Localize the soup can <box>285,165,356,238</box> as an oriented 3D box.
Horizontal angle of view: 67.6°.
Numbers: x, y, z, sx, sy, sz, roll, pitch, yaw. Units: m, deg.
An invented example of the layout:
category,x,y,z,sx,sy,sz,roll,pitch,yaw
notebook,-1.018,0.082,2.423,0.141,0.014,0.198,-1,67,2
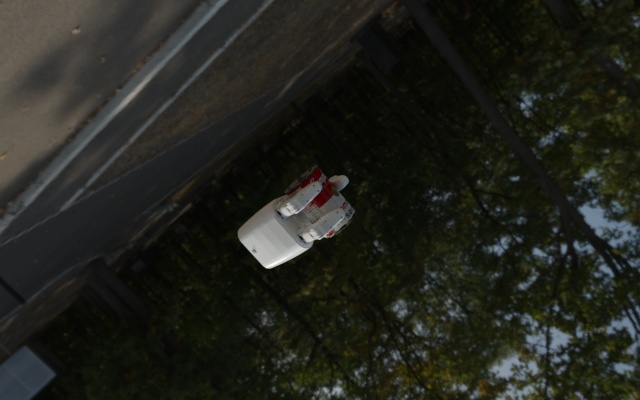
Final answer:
category,x,y,z,sx,sy,sz,roll,pitch,yaw
soup can,0.001,0.002,0.772,0.068,0.102,0.068,-40,9,8
